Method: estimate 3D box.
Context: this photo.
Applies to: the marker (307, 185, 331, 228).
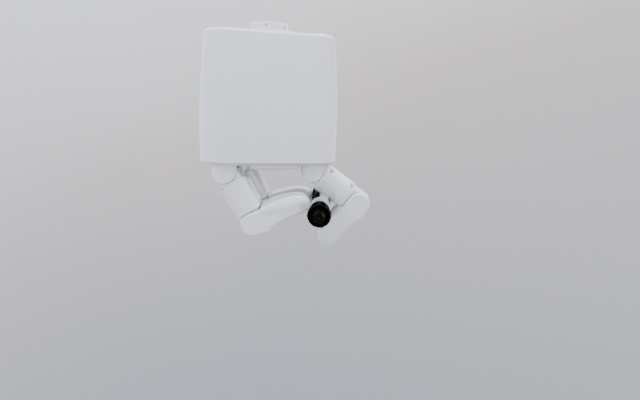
[{"bbox_3d":[0.000,0.001,0.422,0.020,0.020,0.121,0,11,1],"label":"marker"}]
